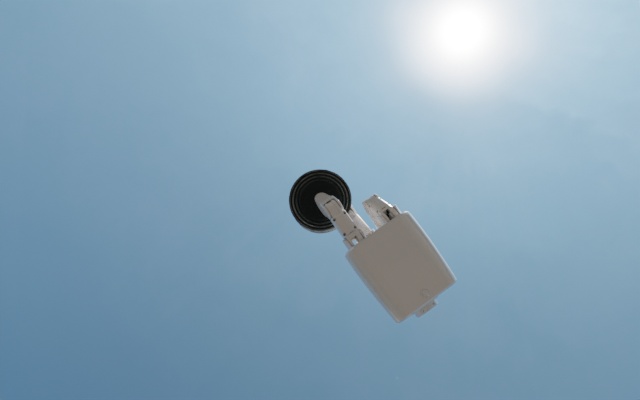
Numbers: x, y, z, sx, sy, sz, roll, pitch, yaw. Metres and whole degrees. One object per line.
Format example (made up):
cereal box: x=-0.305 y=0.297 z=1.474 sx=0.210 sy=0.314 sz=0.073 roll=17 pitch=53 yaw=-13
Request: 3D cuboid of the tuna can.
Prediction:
tuna can: x=0.000 y=0.002 z=0.665 sx=0.086 sy=0.086 sz=0.034 roll=0 pitch=-12 yaw=2
